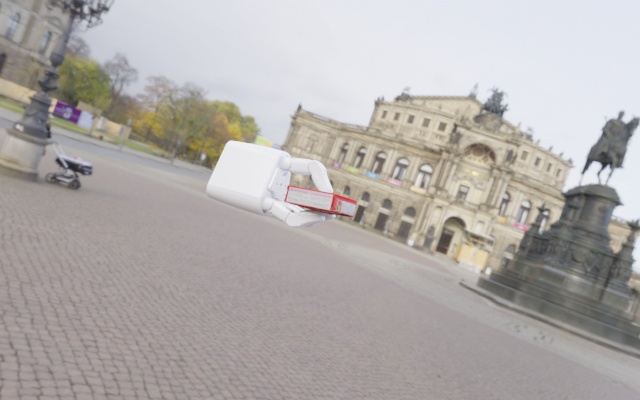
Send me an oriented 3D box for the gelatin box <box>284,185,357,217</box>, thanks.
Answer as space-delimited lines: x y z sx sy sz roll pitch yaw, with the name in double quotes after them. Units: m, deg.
0.001 0.002 0.742 0.089 0.030 0.073 10 -4 32 "gelatin box"
